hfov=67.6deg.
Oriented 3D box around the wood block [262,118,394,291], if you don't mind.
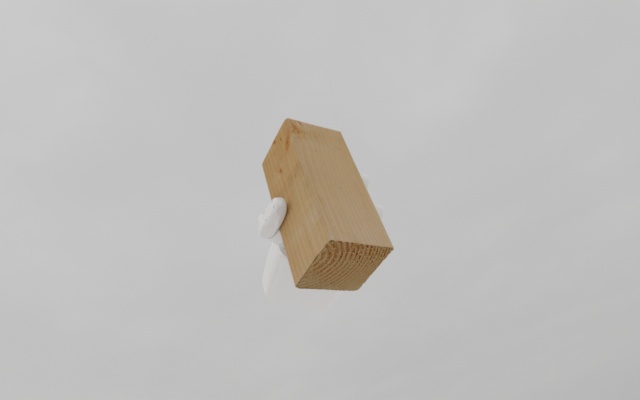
[{"bbox_3d":[0.000,0.002,0.603,0.091,0.206,0.090,9,-47,-31],"label":"wood block"}]
